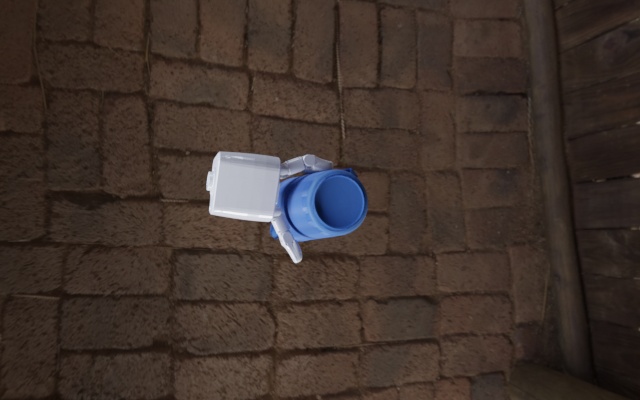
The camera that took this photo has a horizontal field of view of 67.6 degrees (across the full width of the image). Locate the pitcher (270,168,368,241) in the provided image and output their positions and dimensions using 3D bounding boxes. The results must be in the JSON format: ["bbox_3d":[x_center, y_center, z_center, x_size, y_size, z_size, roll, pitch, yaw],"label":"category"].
[{"bbox_3d":[0.000,0.003,0.880,0.145,0.149,0.243,6,-6,-18],"label":"pitcher"}]
